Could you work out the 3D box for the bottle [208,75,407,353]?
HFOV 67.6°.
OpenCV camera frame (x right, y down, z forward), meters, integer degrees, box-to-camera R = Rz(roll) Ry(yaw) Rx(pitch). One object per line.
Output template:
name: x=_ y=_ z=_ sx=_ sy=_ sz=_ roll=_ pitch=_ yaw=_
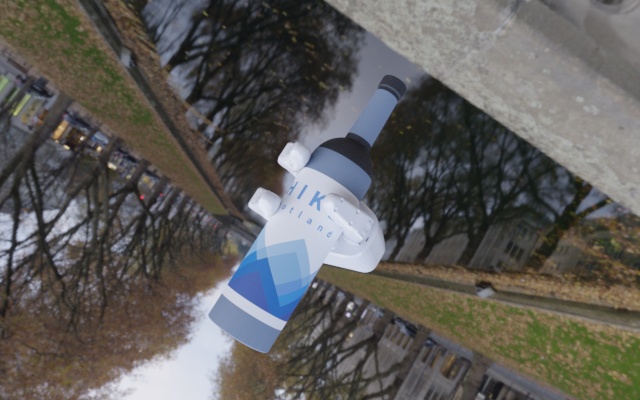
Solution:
bottle: x=0.000 y=0.002 z=0.470 sx=0.069 sy=0.295 sz=0.069 roll=31 pitch=-9 yaw=6
